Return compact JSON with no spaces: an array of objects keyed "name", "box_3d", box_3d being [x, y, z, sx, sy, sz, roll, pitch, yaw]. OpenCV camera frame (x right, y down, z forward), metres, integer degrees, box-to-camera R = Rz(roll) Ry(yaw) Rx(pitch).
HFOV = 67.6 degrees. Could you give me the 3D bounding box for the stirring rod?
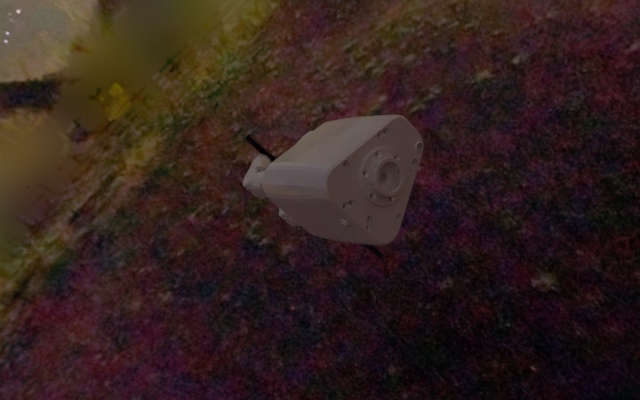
[{"name":"stirring rod","box_3d":[0.000,0.002,0.577,0.240,0.011,0.011,42,-22,-27]}]
